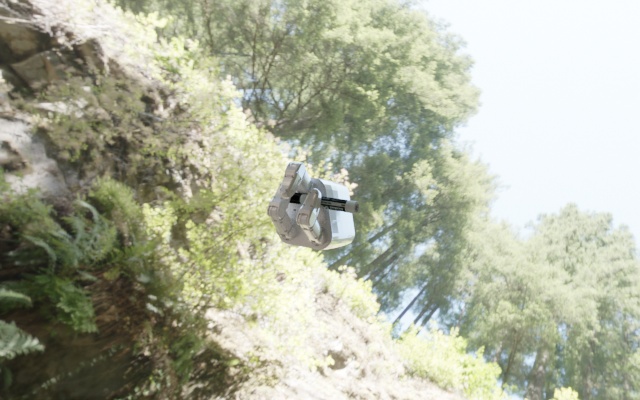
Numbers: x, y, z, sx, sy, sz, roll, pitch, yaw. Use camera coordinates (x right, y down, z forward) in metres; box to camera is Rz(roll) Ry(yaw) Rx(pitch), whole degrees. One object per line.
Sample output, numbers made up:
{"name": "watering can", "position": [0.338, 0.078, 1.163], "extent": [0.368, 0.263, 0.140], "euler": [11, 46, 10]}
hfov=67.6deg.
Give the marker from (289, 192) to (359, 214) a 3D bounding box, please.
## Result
{"name": "marker", "position": [0.000, 0.002, 0.724], "extent": [0.121, 0.020, 0.020], "euler": [9, 4, 27]}
